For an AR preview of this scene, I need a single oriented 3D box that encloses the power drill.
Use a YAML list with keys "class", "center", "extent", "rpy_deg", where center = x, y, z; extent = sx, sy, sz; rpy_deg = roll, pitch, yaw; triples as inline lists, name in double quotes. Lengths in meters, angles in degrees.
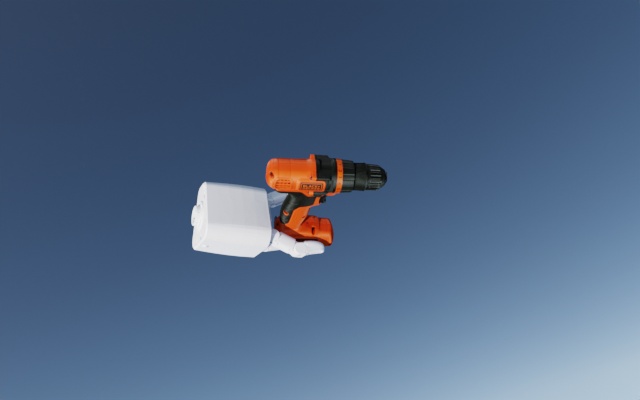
- class: "power drill"
  center: [0.000, 0.003, 0.773]
  extent: [0.184, 0.057, 0.188]
  rpy_deg: [3, -40, -9]
